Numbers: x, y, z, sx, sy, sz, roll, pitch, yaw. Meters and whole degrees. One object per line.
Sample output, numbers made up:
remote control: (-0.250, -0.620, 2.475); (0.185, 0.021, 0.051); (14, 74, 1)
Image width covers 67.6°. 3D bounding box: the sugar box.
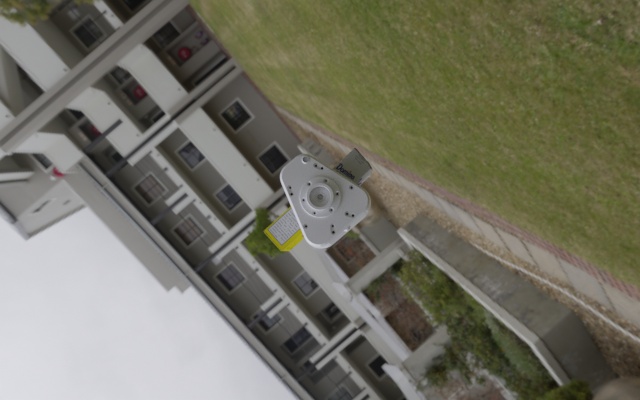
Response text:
sugar box: (0.000, 0.003, 0.712); (0.176, 0.048, 0.093); (-40, -6, 0)
